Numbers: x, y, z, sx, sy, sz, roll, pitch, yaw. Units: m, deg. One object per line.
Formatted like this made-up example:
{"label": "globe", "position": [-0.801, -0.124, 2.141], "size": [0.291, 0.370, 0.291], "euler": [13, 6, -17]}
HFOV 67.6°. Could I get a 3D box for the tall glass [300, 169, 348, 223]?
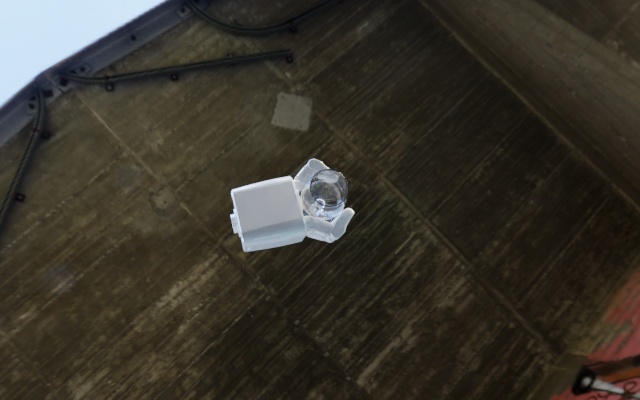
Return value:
{"label": "tall glass", "position": [0.000, 0.003, 0.839], "size": [0.079, 0.079, 0.201], "euler": [0, -13, -8]}
